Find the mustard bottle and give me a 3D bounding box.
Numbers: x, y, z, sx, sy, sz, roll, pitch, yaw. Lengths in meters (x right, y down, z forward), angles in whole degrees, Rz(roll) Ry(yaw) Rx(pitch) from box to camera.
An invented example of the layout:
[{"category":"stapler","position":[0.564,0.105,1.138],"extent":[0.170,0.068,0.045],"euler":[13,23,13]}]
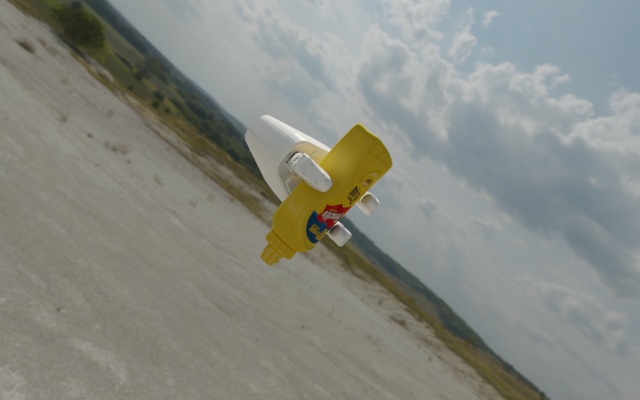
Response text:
[{"category":"mustard bottle","position":[0.000,0.002,0.565],"extent":[0.058,0.191,0.096],"euler":[43,-1,21]}]
